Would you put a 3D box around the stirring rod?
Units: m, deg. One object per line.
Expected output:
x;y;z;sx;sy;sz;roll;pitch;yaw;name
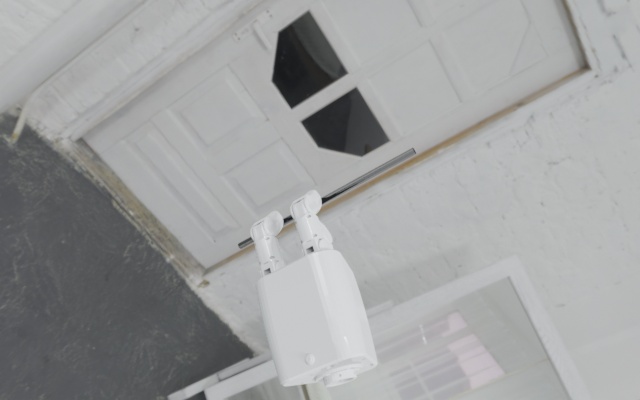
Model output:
0.000;0.002;0.545;0.239;0.011;0.011;-29;-11;20;stirring rod
